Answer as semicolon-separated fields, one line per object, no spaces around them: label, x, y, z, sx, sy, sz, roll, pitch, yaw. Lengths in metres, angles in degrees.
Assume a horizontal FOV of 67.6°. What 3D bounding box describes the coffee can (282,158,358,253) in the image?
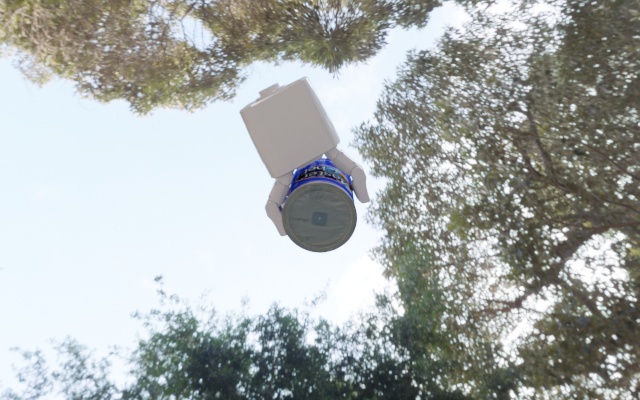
coffee can;0.000;0.003;0.710;0.103;0.103;0.140;0;19;1
